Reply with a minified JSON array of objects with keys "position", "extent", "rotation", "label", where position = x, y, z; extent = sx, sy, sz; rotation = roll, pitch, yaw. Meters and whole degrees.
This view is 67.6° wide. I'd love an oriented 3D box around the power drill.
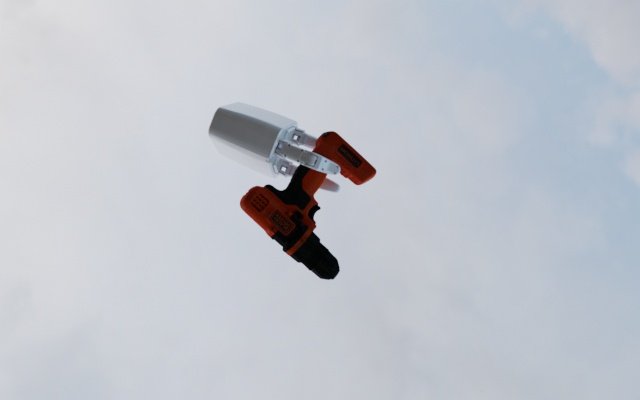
[{"position":[0.000,0.002,0.729],"extent":[0.184,0.187,0.057],"rotation":[43,-16,-7],"label":"power drill"}]
